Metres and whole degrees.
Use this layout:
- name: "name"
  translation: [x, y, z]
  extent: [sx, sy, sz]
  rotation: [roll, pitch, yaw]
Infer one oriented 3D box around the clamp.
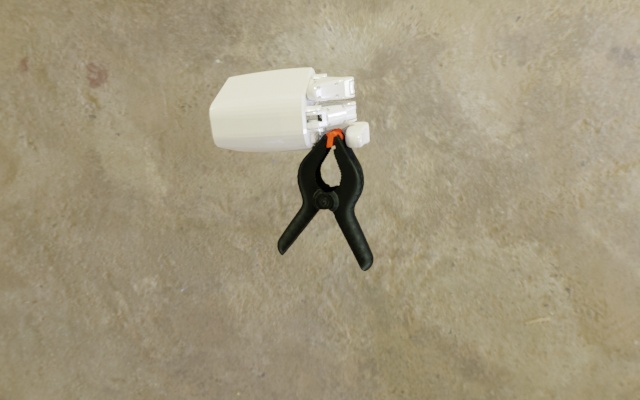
- name: "clamp"
  translation: [0.000, 0.002, 0.566]
  extent: [0.120, 0.171, 0.039]
  rotation: [-1, 15, 11]
